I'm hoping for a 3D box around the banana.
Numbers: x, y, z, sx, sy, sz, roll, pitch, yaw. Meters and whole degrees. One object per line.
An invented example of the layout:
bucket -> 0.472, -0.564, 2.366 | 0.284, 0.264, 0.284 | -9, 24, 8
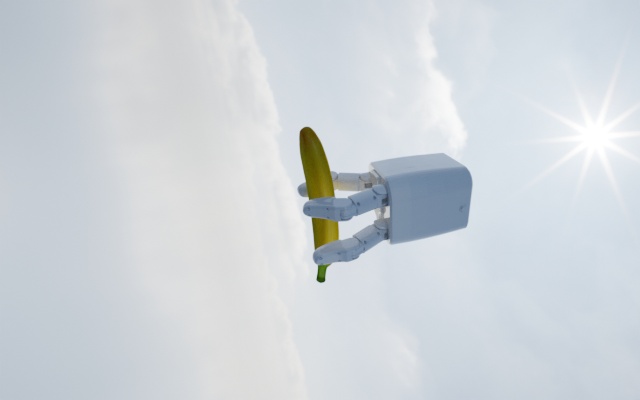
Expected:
banana -> 0.001, 0.001, 0.614 | 0.037, 0.198, 0.069 | -7, 13, 4
